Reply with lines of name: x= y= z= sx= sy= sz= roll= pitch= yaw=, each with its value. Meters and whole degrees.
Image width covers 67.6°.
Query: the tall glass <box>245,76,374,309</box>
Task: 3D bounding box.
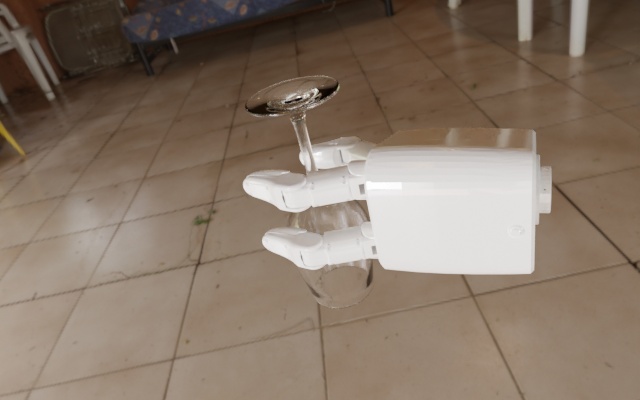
tall glass: x=0.000 y=0.001 z=0.415 sx=0.079 sy=0.201 sz=0.079 roll=-11 pitch=32 yaw=7
